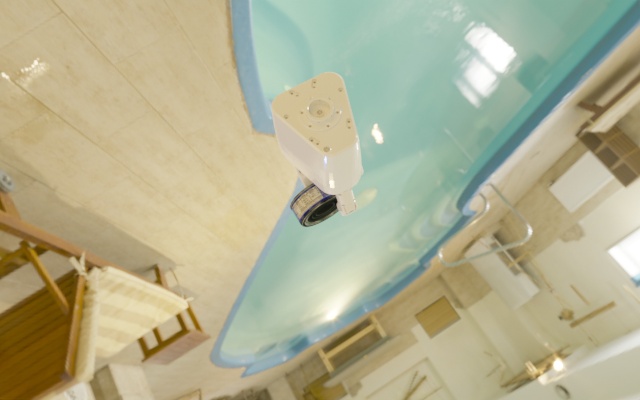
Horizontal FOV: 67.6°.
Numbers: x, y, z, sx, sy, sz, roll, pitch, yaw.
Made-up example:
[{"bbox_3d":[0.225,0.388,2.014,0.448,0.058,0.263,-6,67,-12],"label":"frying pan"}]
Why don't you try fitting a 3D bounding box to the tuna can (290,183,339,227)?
[{"bbox_3d":[0.000,0.003,0.702,0.086,0.033,0.086,-29,-18,-10],"label":"tuna can"}]
